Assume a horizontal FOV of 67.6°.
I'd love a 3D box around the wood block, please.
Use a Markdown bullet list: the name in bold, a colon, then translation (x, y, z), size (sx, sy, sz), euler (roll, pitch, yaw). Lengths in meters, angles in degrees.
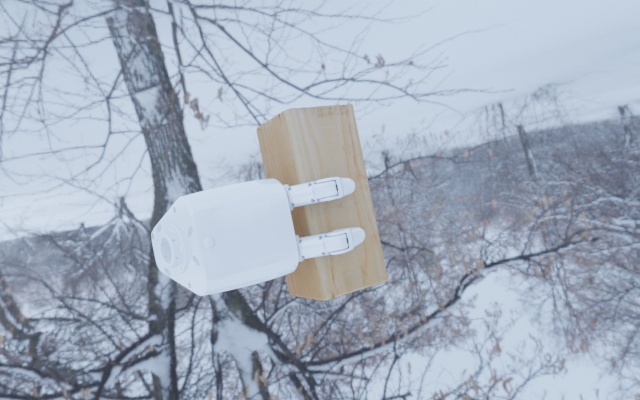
- **wood block**: translation (0.000, 0.002, 0.559), size (0.090, 0.206, 0.091), euler (-11, 0, -30)
